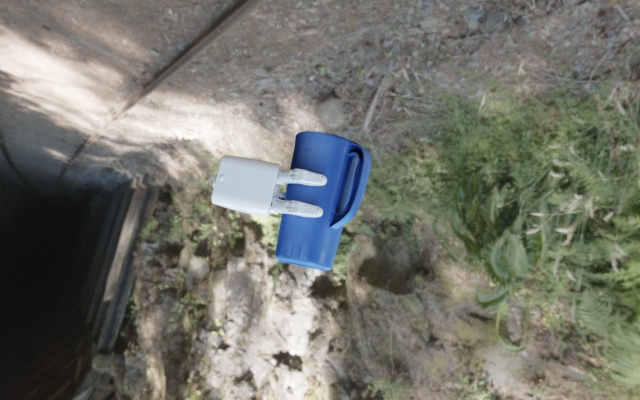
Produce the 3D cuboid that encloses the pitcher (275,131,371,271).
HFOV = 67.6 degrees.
[{"bbox_3d":[0.000,0.003,0.879,0.145,0.243,0.149,12,-8,0],"label":"pitcher"}]
